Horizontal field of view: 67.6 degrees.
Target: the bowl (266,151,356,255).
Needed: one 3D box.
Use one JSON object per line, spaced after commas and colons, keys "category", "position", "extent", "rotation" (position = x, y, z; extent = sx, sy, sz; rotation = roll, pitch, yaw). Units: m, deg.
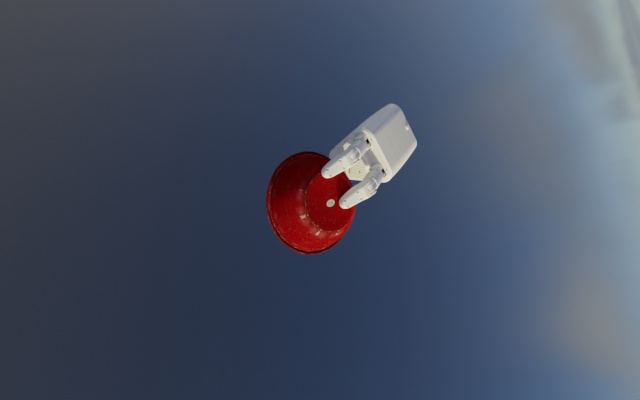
{"category": "bowl", "position": [0.000, 0.003, 0.726], "extent": [0.162, 0.162, 0.055], "rotation": [0, -2, -35]}
